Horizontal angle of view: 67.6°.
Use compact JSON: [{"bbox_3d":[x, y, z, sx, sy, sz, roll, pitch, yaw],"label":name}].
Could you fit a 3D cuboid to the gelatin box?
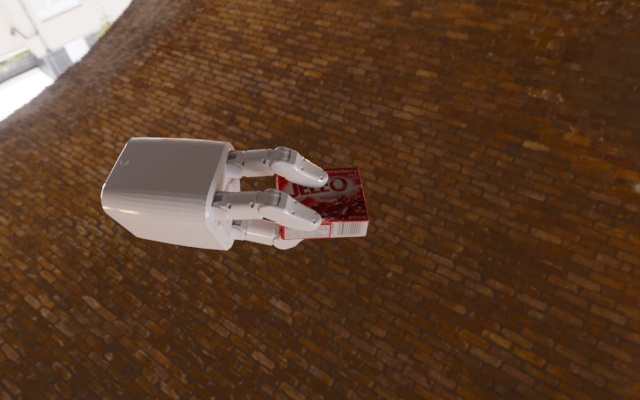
[{"bbox_3d":[0.000,0.002,0.491,0.089,0.073,0.030,-2,-40,-7],"label":"gelatin box"}]
